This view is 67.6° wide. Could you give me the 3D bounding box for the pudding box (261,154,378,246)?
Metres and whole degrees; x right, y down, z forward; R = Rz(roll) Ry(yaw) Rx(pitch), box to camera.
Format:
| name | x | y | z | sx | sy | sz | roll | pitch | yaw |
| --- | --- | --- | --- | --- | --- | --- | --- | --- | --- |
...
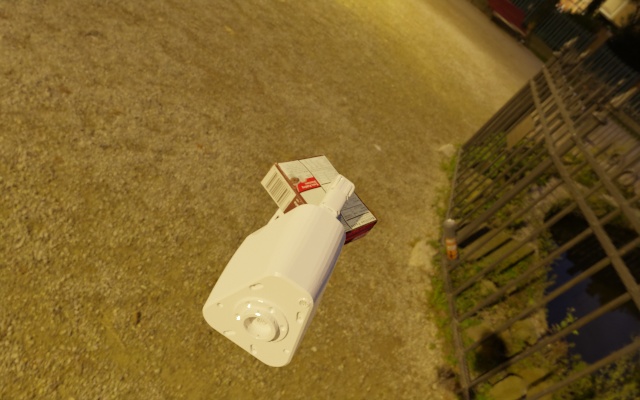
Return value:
| name | x | y | z | sx | sy | sz | roll | pitch | yaw |
| --- | --- | --- | --- | --- | --- | --- | --- | --- | --- |
| pudding box | 0.000 | 0.002 | 0.550 | 0.090 | 0.113 | 0.039 | -15 | -27 | -50 |
